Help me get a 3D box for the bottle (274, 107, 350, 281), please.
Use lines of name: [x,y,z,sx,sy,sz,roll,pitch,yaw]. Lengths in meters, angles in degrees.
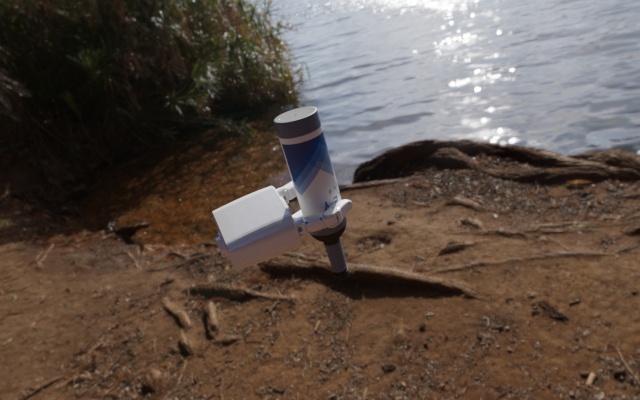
bottle: [0.000,0.002,0.761,0.069,0.296,0.069,-13,25,6]
